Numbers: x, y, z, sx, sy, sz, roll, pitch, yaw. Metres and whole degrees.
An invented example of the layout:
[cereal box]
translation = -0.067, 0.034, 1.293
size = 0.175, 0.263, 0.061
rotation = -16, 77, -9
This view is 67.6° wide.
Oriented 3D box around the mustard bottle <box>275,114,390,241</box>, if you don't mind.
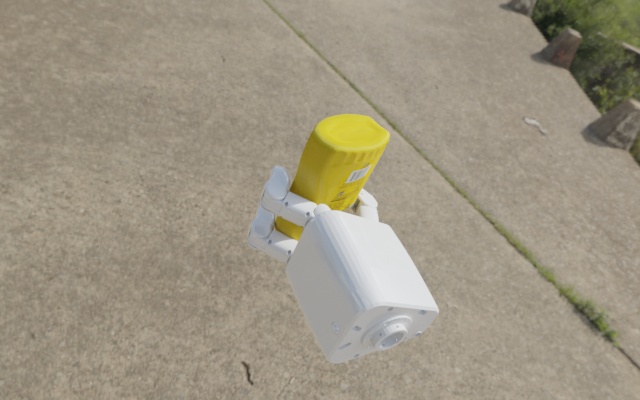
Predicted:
[mustard bottle]
translation = 0.000, 0.001, 0.514
size = 0.058, 0.192, 0.096
rotation = 42, 39, 21
